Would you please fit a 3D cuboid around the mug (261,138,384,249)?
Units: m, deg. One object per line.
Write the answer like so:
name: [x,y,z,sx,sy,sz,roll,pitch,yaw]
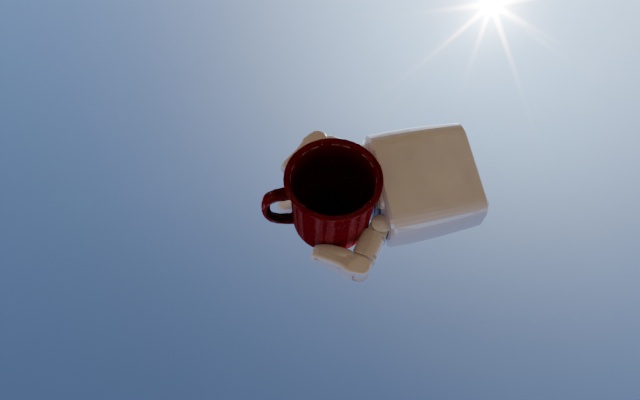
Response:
mug: [-0.001,0.002,0.474,0.117,0.093,0.082,-11,-30,-7]
